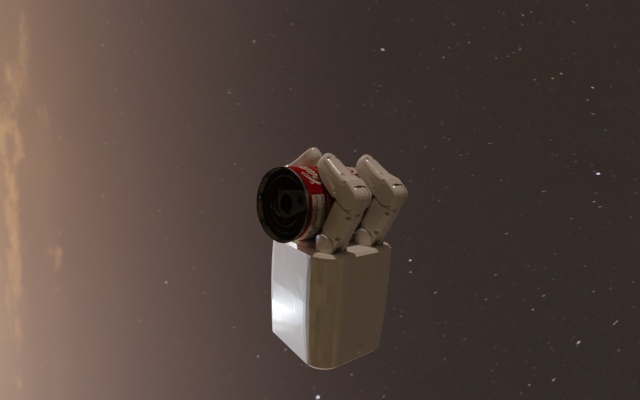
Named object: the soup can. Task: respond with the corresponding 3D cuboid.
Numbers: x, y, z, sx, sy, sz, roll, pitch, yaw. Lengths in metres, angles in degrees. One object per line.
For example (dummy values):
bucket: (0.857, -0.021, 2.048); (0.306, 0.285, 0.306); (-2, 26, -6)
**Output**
soup can: (0.000, 0.001, 0.454); (0.068, 0.068, 0.102); (0, 3, 44)
